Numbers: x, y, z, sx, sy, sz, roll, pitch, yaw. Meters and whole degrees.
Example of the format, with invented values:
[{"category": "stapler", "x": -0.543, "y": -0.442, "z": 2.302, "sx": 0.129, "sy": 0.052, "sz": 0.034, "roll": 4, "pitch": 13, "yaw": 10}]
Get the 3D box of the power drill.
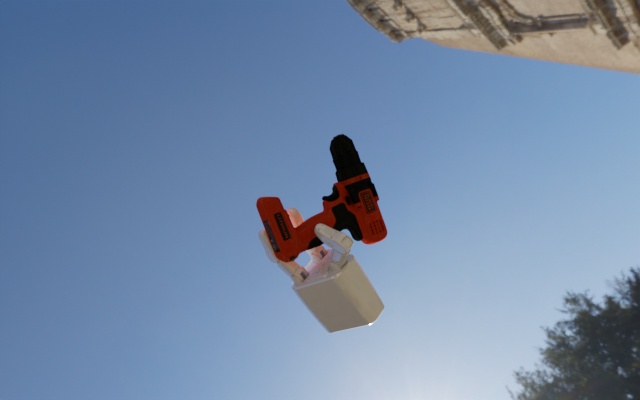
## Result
[{"category": "power drill", "x": 0.000, "y": 0.003, "z": 0.744, "sx": 0.187, "sy": 0.184, "sz": 0.057, "roll": -20, "pitch": -3, "yaw": -19}]
